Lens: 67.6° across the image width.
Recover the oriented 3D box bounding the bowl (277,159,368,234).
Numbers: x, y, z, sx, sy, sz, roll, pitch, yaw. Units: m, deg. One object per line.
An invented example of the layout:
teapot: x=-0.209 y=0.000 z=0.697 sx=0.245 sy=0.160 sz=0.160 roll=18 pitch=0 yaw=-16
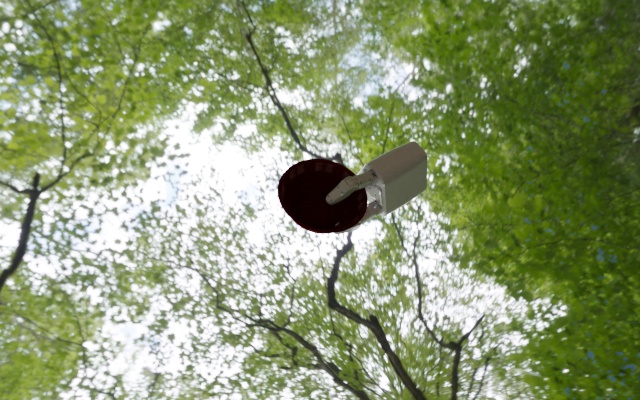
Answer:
bowl: x=-0.001 y=0.003 z=0.857 sx=0.162 sy=0.162 sz=0.055 roll=0 pitch=-35 yaw=-14
